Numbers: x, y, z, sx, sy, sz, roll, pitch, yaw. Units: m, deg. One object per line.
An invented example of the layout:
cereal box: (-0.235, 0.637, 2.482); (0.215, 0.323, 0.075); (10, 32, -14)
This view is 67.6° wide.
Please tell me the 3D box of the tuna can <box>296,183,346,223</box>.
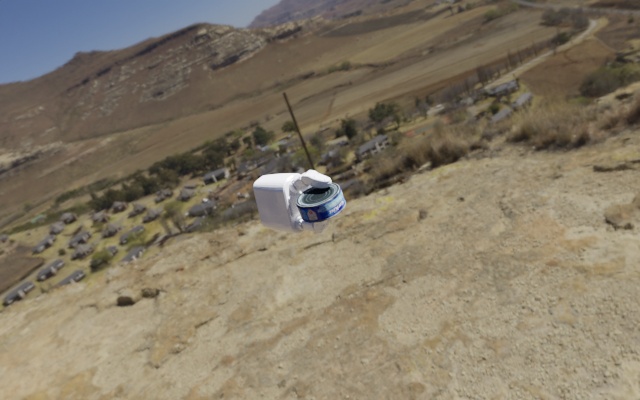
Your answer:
tuna can: (0.000, 0.002, 0.855); (0.086, 0.034, 0.086); (-17, 26, 8)
